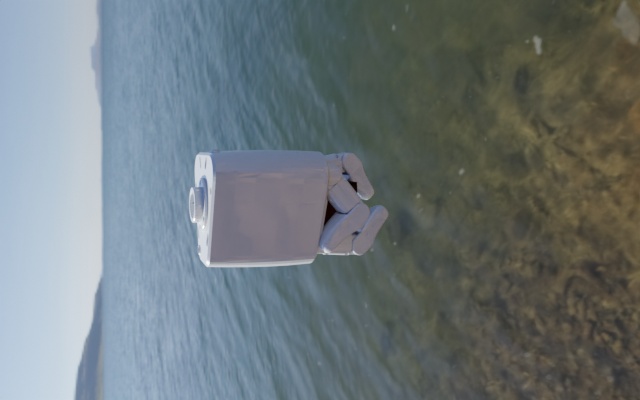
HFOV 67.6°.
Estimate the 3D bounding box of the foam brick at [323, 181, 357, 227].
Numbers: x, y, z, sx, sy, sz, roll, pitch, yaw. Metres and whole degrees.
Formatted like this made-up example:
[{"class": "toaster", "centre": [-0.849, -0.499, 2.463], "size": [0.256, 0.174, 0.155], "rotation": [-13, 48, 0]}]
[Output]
[{"class": "foam brick", "centre": [0.000, 0.002, 0.526], "size": [0.051, 0.053, 0.078], "rotation": [-2, 7, -24]}]
